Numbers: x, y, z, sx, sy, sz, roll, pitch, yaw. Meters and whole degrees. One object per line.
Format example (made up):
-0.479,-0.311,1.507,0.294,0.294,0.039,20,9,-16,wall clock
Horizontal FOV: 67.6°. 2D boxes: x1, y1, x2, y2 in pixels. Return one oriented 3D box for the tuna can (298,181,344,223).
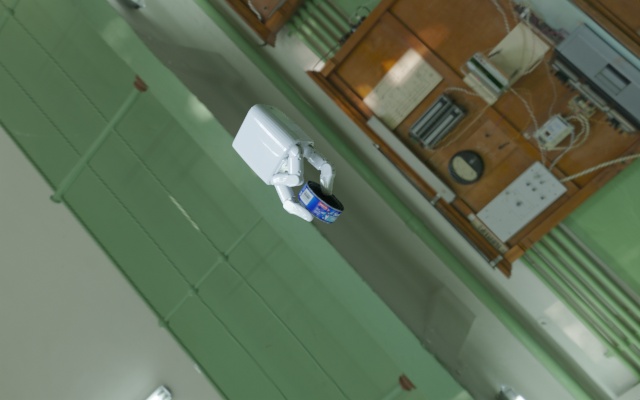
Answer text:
0.000,0.003,0.882,0.086,0.034,0.086,35,15,-11,tuna can
